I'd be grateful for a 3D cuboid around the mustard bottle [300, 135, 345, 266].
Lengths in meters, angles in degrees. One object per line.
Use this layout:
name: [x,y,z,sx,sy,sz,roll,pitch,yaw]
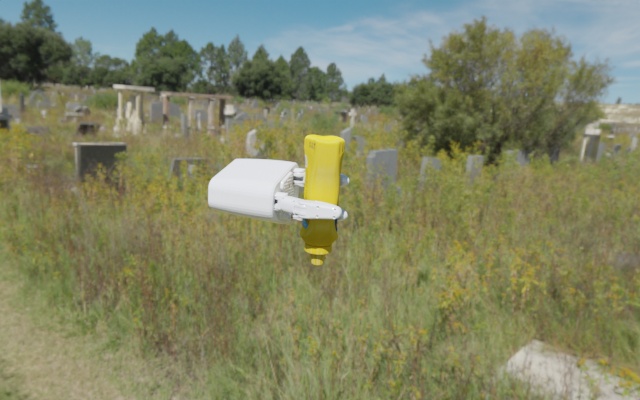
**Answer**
mustard bottle: [0.000,0.002,0.702,0.058,0.192,0.096,2,12,-7]
